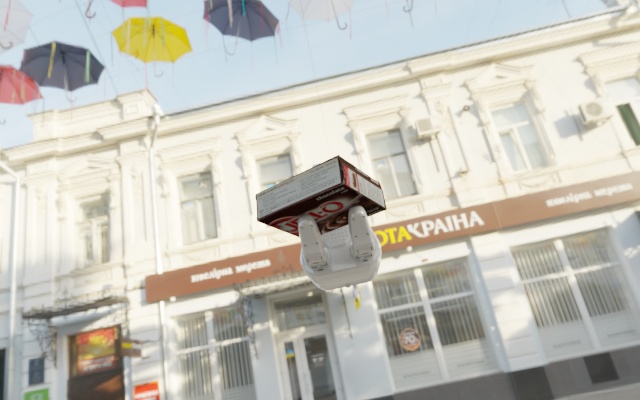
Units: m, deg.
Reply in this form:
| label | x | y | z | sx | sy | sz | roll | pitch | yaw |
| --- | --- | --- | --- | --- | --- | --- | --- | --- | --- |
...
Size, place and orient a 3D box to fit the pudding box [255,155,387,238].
| label | x | y | z | sx | sy | sz | roll | pitch | yaw |
| --- | --- | --- | --- | --- | --- | --- | --- | --- | --- |
| pudding box | 0.000 | 0.002 | 0.515 | 0.113 | 0.039 | 0.090 | -25 | -29 | 27 |
